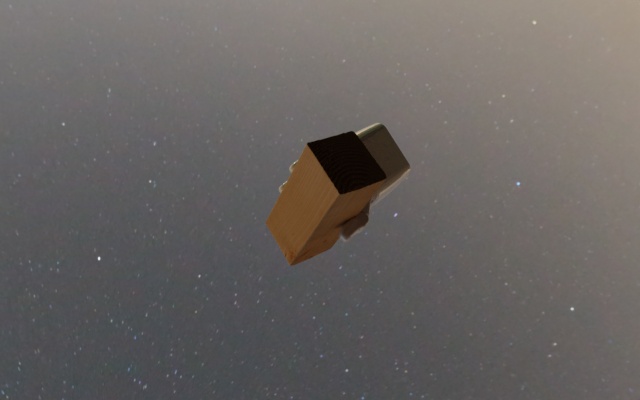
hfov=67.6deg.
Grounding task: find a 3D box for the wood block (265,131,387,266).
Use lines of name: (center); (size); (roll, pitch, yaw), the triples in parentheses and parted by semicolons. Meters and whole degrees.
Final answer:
wood block: (0.001, 0.003, 0.724); (0.090, 0.090, 0.206); (-20, -24, -34)
